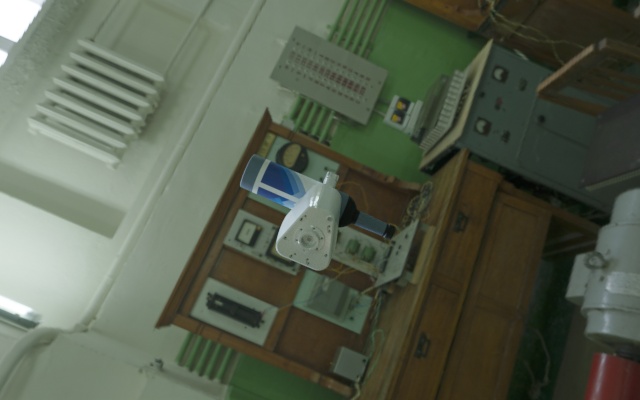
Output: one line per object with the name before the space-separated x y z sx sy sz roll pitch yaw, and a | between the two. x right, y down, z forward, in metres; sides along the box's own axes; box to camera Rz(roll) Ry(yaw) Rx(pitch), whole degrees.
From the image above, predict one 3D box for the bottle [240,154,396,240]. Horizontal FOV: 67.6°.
bottle | 0.000 0.003 0.887 0.296 0.069 0.069 23 -1 -2
